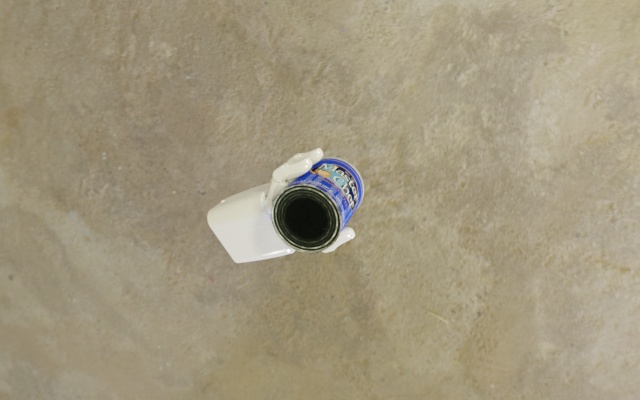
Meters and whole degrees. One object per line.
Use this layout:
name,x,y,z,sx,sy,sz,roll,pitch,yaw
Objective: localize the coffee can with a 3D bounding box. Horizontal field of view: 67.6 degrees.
coffee can,0.000,0.002,0.712,0.103,0.103,0.140,0,20,18
